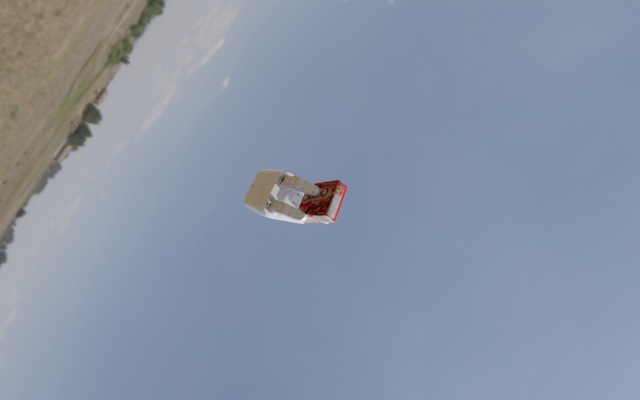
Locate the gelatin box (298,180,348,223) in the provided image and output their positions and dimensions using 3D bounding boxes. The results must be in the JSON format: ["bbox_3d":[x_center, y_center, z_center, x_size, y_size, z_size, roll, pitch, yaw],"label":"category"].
[{"bbox_3d":[0.001,0.003,0.877,0.030,0.073,0.089,36,-25,-34],"label":"gelatin box"}]
